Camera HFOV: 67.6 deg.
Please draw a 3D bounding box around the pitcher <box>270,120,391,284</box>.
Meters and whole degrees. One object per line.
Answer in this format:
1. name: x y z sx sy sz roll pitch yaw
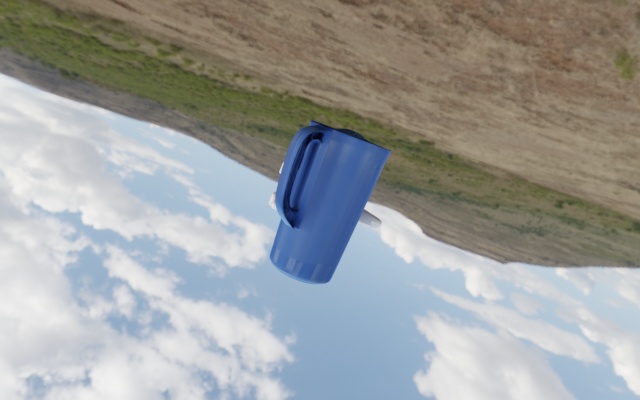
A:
1. pitcher: 0.000 0.002 0.750 0.149 0.243 0.145 20 9 -4
